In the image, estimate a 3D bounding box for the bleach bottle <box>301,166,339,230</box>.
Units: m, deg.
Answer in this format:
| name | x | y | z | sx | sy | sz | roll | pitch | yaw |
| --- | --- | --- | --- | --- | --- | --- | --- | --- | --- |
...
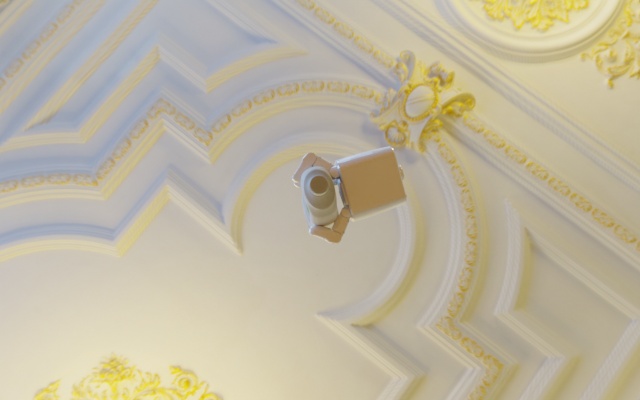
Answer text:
| name | x | y | z | sx | sy | sz | roll | pitch | yaw |
| --- | --- | --- | --- | --- | --- | --- | --- | --- | --- |
| bleach bottle | 0.000 | 0.003 | 0.851 | 0.068 | 0.102 | 0.251 | -17 | -8 | -2 |
